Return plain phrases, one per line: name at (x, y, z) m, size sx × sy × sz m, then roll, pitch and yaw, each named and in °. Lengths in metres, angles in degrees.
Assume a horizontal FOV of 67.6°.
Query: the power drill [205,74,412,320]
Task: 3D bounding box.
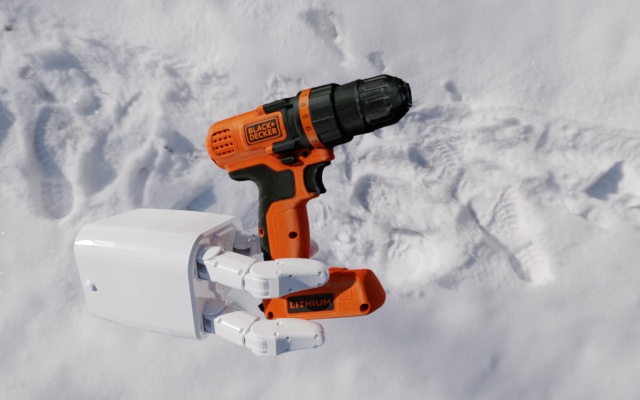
power drill at (0.000, 0.002, 0.401) m, size 0.184 × 0.187 × 0.057 m, roll -11°, pitch 0°, yaw 26°
